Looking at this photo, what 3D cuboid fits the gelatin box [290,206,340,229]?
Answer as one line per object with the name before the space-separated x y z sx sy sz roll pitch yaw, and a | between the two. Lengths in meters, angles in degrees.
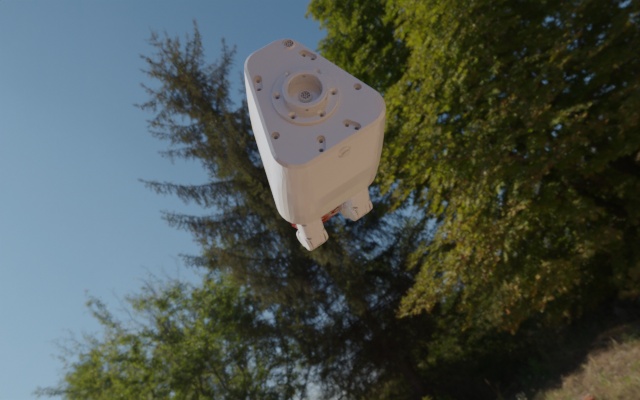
gelatin box | 0.000 0.001 0.517 0.073 0.030 0.089 -37 -13 0
